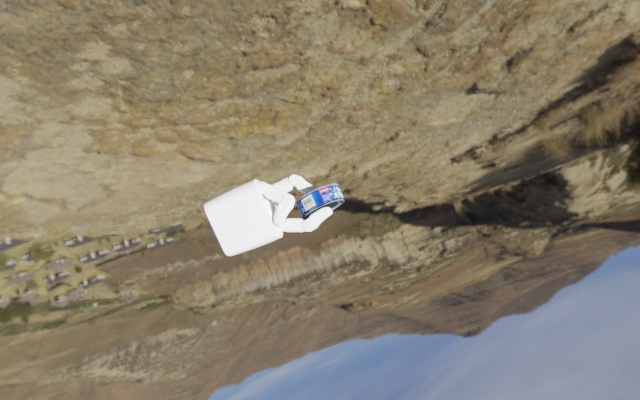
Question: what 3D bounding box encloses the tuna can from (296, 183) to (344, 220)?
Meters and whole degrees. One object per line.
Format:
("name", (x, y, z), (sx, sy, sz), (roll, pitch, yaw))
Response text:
("tuna can", (0.000, 0.003, 0.880), (0.086, 0.033, 0.086), (-23, -13, -5))
